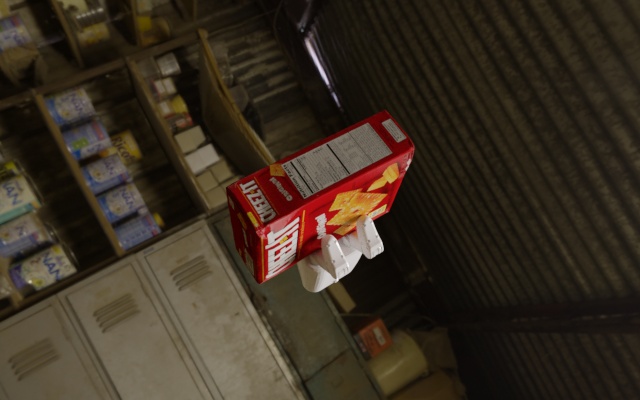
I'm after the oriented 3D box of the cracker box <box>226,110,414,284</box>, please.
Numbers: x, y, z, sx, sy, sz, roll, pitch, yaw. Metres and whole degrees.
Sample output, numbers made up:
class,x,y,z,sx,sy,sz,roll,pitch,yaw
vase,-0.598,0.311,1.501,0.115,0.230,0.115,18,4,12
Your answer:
class,x,y,z,sx,sy,sz,roll,pitch,yaw
cracker box,0.000,0.002,0.587,0.213,0.072,0.164,-28,-23,-19
